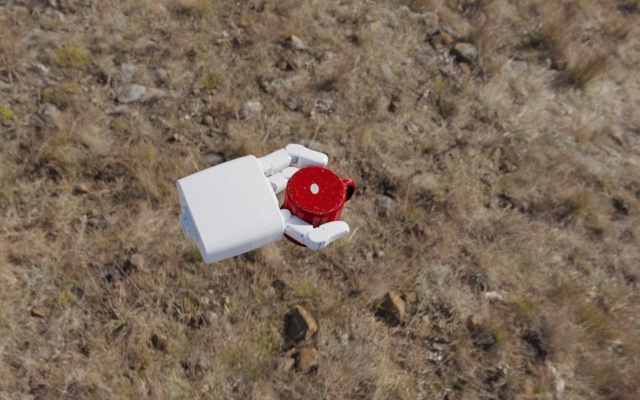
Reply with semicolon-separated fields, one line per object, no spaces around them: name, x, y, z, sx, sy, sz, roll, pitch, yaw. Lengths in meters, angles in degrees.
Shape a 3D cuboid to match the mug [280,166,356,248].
mug;0.001;0.002;0.668;0.117;0.093;0.082;-22;-27;-22
